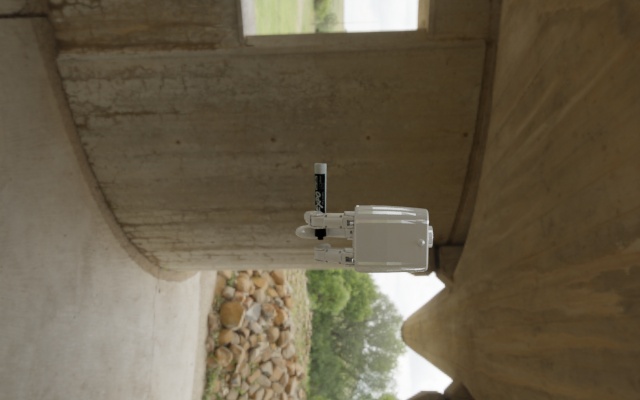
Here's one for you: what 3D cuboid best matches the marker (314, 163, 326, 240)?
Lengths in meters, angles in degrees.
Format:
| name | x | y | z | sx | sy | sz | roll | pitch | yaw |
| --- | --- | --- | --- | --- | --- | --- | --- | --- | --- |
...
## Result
| name | x | y | z | sx | sy | sz | roll | pitch | yaw |
| --- | --- | --- | --- | --- | --- | --- | --- | --- | --- |
| marker | 0.000 | 0.002 | 0.751 | 0.020 | 0.121 | 0.020 | 0 | 7 | 0 |
